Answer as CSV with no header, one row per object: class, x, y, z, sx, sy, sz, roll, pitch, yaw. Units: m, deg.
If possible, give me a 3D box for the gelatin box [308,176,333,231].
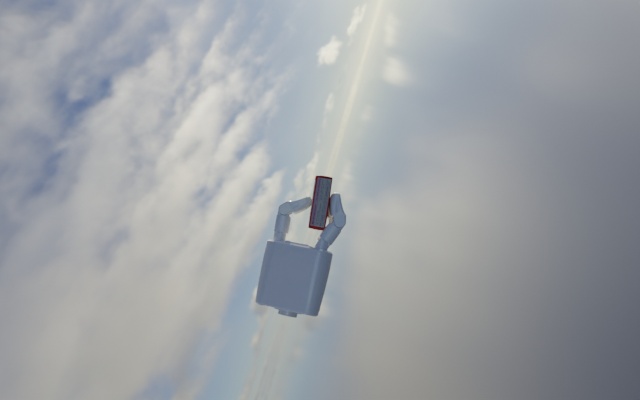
gelatin box,0.000,0.002,0.809,0.030,0.089,0.073,8,3,-2
